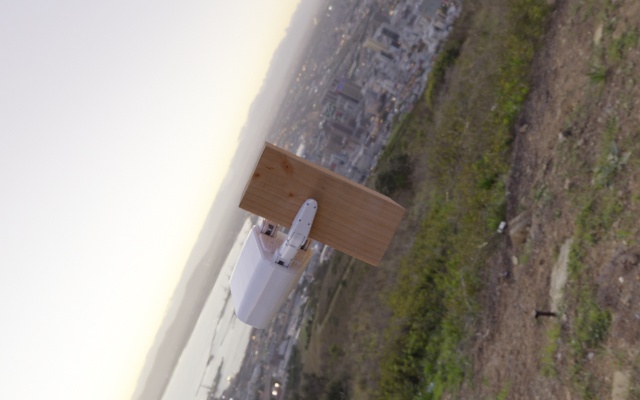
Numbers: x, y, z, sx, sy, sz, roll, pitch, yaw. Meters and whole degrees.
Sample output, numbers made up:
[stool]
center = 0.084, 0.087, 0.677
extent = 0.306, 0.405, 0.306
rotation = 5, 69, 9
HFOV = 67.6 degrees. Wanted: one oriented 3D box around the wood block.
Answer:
[wood block]
center = 0.000, 0.003, 0.669
extent = 0.206, 0.090, 0.091
rotation = 24, 8, -11
